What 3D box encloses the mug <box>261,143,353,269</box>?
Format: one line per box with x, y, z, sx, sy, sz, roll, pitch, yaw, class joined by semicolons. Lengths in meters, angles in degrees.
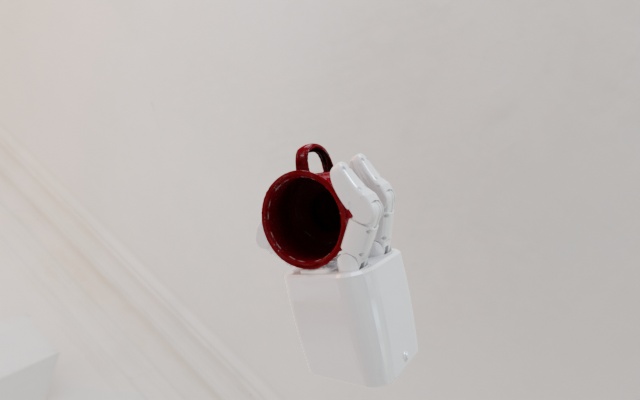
0.000;0.000;0.475;0.093;0.117;0.081;-10;3;31;mug
